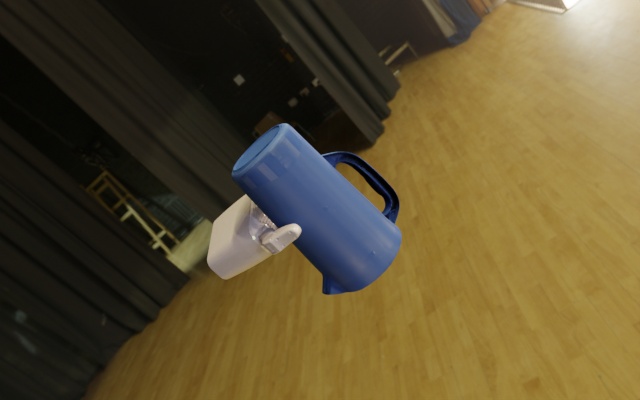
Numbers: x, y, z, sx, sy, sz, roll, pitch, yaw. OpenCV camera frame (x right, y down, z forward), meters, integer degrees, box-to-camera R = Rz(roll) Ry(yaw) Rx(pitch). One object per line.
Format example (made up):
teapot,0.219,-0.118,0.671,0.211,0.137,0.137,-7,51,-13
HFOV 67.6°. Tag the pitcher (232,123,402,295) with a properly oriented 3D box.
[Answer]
pitcher,0.000,0.002,0.686,0.145,0.243,0.149,-34,22,28
